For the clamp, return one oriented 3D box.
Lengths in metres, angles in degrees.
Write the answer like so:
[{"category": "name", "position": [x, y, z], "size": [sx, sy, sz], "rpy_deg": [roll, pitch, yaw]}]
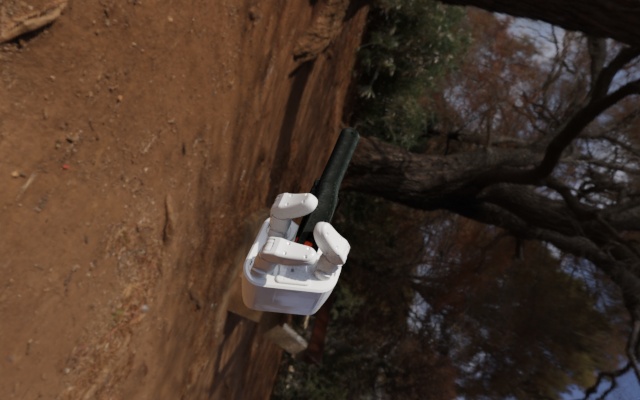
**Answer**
[{"category": "clamp", "position": [0.001, 0.002, 0.589], "size": [0.039, 0.171, 0.120], "rpy_deg": [23, -33, 1]}]
